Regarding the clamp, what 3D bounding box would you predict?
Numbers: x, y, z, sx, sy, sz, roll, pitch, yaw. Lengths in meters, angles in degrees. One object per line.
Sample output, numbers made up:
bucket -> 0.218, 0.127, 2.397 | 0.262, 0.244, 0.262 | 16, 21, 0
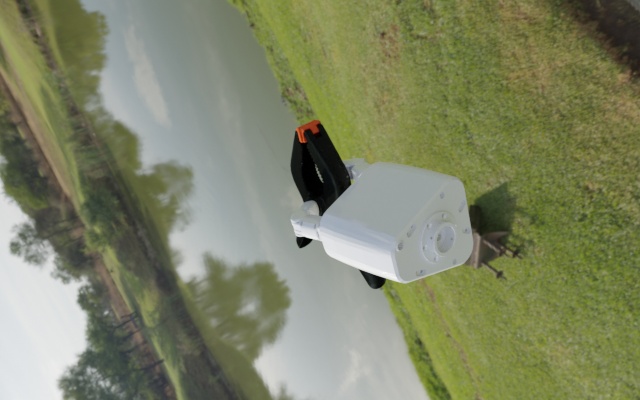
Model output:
clamp -> -0.001, 0.002, 0.599 | 0.036, 0.210, 0.164 | -31, 26, -30
